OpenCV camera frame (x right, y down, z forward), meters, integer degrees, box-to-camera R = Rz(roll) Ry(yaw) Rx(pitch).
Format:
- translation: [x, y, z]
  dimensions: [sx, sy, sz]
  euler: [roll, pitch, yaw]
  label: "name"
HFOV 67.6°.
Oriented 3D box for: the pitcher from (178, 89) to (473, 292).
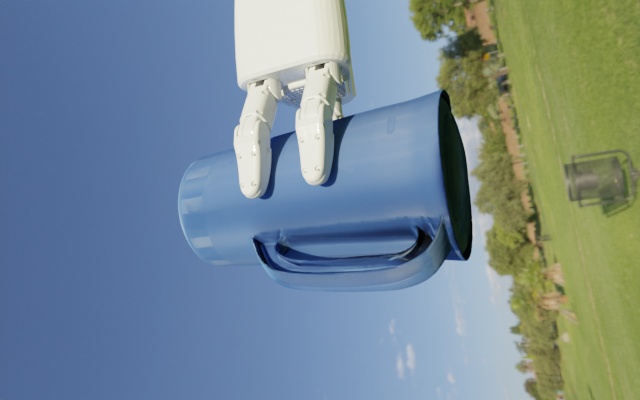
- translation: [0.000, 0.001, 0.407]
  dimensions: [0.243, 0.145, 0.149]
  euler: [-9, -7, 24]
  label: "pitcher"
